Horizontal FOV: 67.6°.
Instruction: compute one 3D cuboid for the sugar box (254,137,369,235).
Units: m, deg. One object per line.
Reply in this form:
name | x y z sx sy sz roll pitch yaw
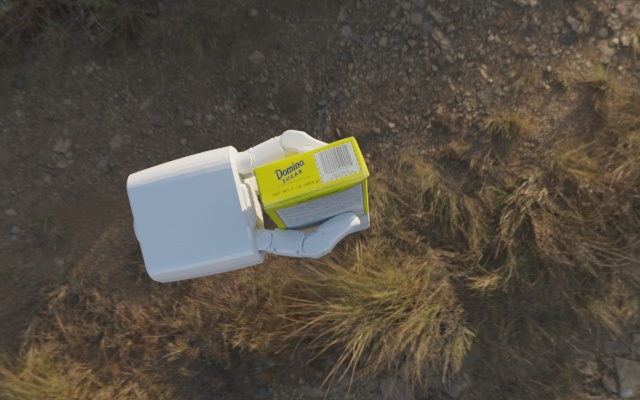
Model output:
sugar box | 0.000 0.001 0.480 0.093 0.048 0.176 -17 -15 0
